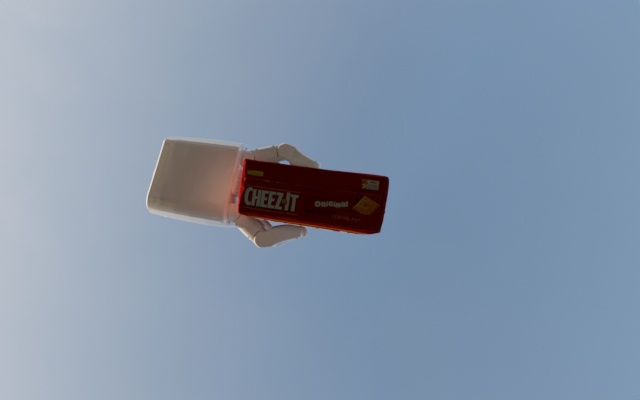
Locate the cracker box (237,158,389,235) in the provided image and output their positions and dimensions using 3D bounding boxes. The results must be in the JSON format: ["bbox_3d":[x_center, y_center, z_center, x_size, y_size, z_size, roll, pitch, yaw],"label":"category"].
[{"bbox_3d":[0.000,0.002,0.623,0.164,0.072,0.214,7,-2,6],"label":"cracker box"}]
